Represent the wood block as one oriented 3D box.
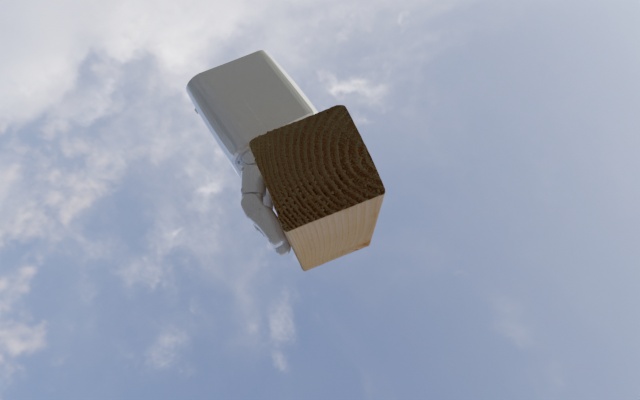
[{"bbox_3d":[0.000,0.001,0.488,0.091,0.090,0.206,-22,-16,-4],"label":"wood block"}]
